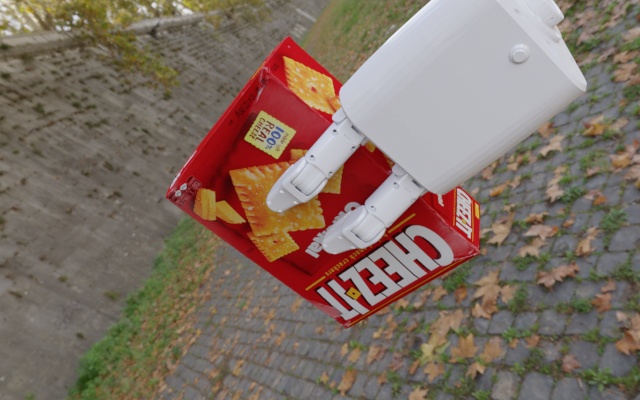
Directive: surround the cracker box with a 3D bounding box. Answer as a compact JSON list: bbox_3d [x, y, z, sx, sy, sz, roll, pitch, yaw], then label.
[{"bbox_3d":[0.000,0.001,0.403,0.164,0.214,0.072,-40,18,37],"label":"cracker box"}]
